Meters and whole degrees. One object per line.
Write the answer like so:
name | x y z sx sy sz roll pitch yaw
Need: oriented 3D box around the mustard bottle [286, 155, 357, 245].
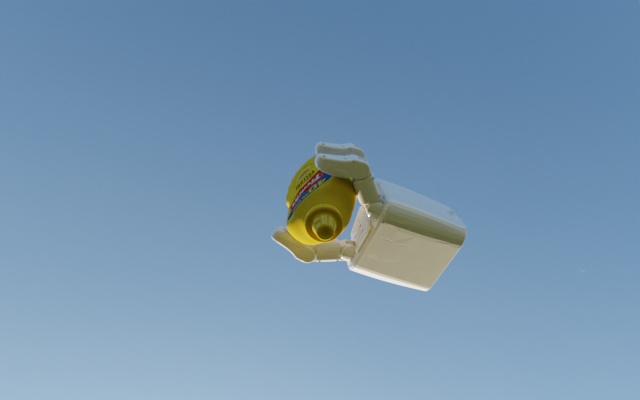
mustard bottle | 0.000 0.002 0.569 0.058 0.096 0.191 43 12 -16
